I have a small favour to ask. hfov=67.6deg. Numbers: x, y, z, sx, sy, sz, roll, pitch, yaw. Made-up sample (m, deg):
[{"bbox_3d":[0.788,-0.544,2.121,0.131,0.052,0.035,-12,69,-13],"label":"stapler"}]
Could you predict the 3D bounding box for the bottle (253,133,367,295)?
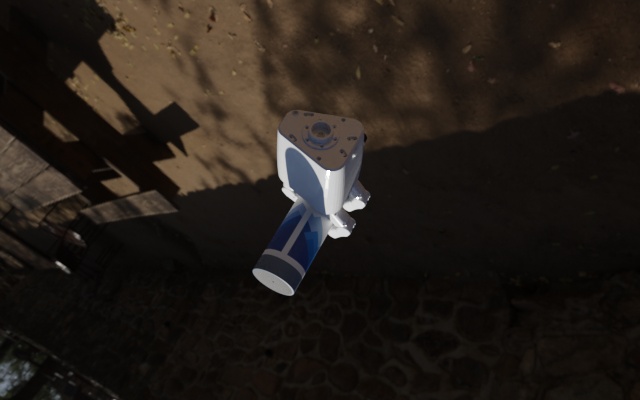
[{"bbox_3d":[0.000,0.003,0.733,0.069,0.295,0.069,23,-29,14],"label":"bottle"}]
